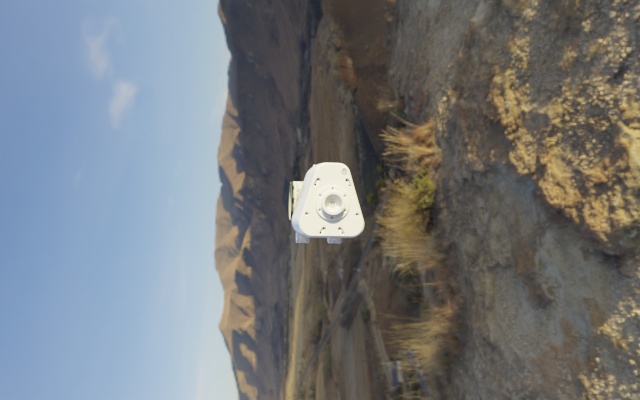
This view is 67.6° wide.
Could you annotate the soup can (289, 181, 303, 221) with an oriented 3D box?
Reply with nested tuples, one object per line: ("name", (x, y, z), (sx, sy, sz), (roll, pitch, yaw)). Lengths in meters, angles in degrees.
("soup can", (0.000, 0.002, 0.796), (0.102, 0.068, 0.068), (1, 0, -7))
